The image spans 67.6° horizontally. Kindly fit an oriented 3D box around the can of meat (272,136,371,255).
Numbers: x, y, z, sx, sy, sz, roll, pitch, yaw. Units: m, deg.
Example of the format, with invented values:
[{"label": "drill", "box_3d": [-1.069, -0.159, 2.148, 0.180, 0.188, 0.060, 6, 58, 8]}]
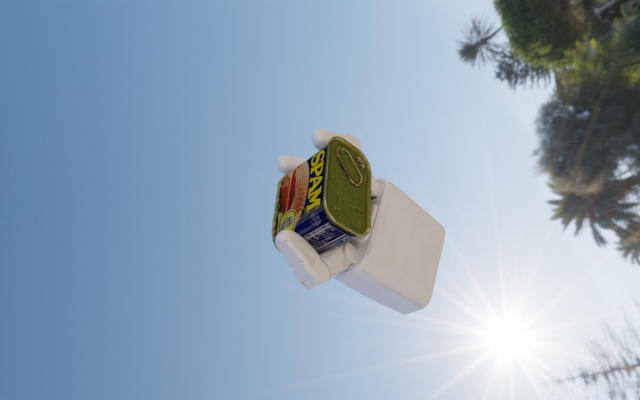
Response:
[{"label": "can of meat", "box_3d": [0.000, 0.002, 0.466, 0.057, 0.102, 0.084, 31, -44, -30]}]
